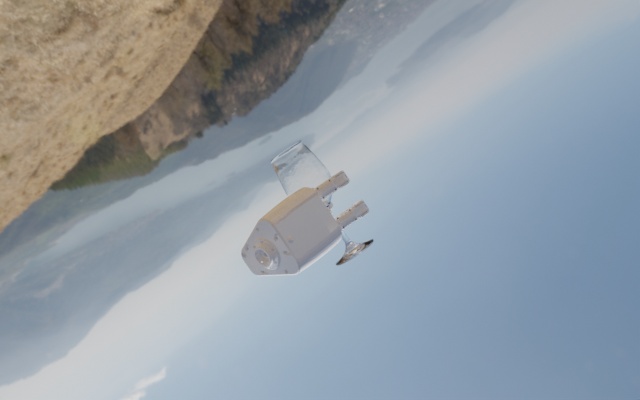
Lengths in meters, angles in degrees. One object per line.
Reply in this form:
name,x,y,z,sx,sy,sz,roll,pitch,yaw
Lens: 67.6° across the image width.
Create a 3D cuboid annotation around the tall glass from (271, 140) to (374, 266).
tall glass,0.001,0.003,0.773,0.079,0.201,0.079,-34,2,1
